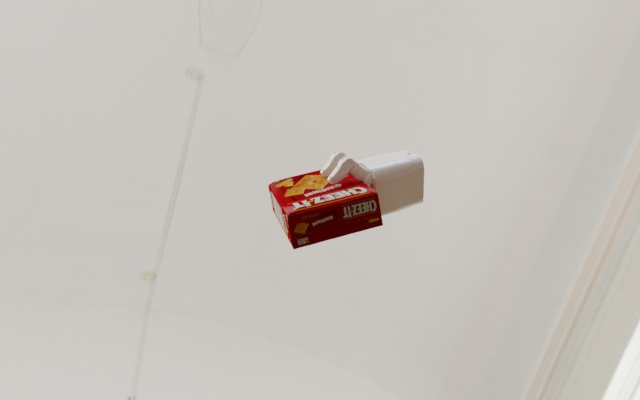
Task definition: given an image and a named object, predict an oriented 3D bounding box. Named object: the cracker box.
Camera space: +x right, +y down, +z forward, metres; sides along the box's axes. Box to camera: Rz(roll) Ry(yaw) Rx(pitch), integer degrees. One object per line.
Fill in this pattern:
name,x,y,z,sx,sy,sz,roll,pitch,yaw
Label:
cracker box,0.000,0.003,0.896,0.164,0.072,0.213,-15,19,-10
